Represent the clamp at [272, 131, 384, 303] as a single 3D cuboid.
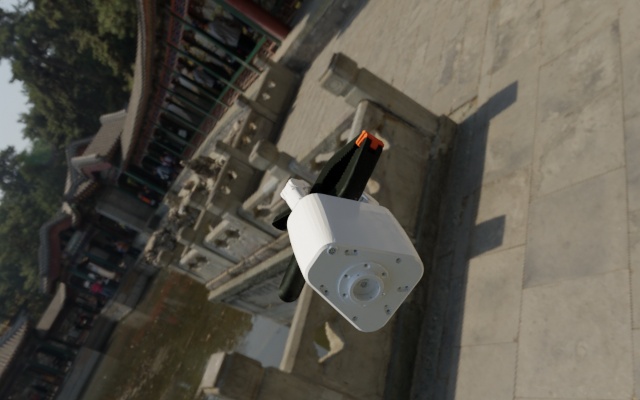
[{"bbox_3d":[0.000,0.001,0.590,0.036,0.210,0.164,28,16,-24],"label":"clamp"}]
